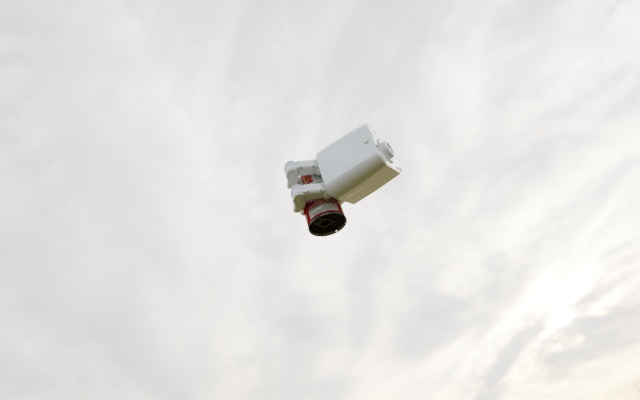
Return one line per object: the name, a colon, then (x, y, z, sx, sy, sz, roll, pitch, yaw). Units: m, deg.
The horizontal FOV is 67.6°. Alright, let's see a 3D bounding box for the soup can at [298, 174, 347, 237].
soup can: (0.000, 0.003, 0.837, 0.068, 0.102, 0.069, -11, -36, -8)
